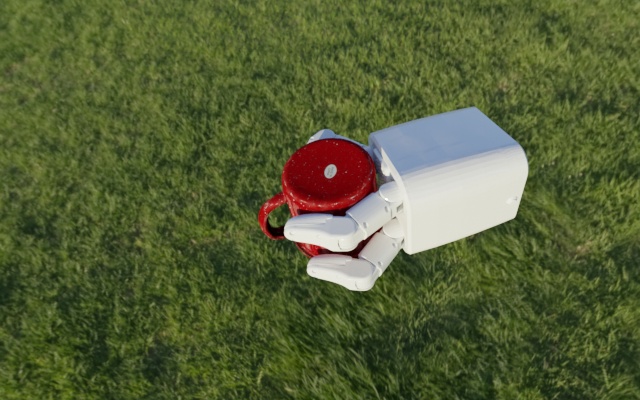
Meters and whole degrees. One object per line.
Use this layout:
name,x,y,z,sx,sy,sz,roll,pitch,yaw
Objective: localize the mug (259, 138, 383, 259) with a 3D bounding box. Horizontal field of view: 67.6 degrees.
mug,-0.001,0.002,0.435,0.117,0.093,0.082,-17,-38,-3
